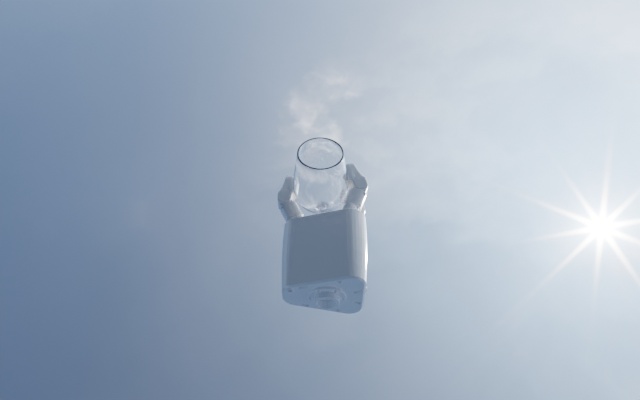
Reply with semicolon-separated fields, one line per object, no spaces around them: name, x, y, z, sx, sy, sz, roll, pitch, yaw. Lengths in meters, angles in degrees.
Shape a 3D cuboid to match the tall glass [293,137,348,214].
tall glass;0.000;0.003;0.703;0.079;0.079;0.201;0;-41;0
